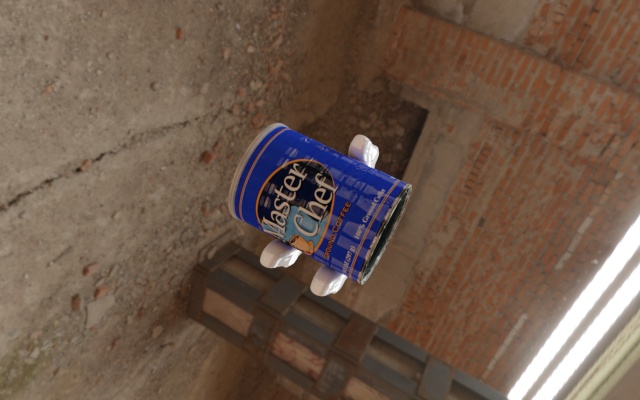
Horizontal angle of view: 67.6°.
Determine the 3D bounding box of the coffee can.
[{"bbox_3d":[0.000,0.001,0.451,0.140,0.103,0.103,27,7,14],"label":"coffee can"}]
